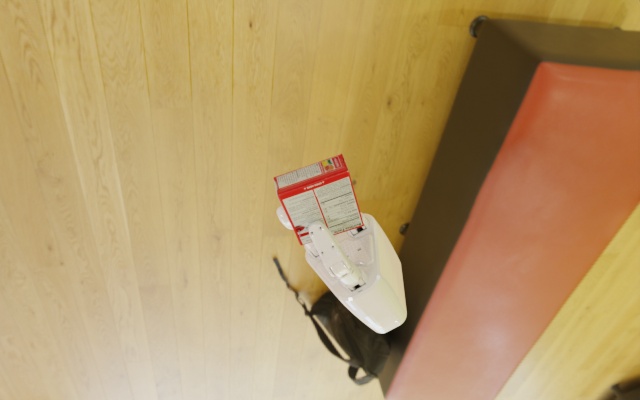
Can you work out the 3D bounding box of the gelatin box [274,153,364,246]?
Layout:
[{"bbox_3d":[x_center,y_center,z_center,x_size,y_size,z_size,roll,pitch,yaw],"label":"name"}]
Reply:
[{"bbox_3d":[0.000,0.002,0.493,0.073,0.030,0.089,-19,-43,2],"label":"gelatin box"}]
